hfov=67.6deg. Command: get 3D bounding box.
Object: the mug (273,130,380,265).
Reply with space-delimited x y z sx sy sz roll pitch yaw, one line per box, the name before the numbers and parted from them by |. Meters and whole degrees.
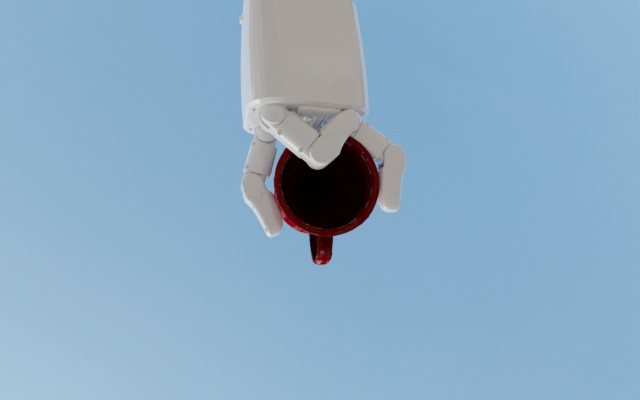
mug | 0.000 0.003 0.448 0.093 0.117 0.081 -2 -7 -10
